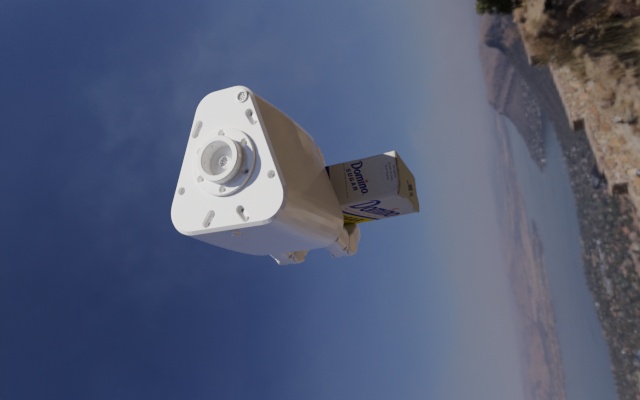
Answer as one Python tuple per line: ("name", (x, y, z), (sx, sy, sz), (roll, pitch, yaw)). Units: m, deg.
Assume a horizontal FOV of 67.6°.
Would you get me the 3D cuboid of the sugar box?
("sugar box", (0.000, 0.002, 0.464), (0.176, 0.048, 0.093), (-9, -14, 20))
